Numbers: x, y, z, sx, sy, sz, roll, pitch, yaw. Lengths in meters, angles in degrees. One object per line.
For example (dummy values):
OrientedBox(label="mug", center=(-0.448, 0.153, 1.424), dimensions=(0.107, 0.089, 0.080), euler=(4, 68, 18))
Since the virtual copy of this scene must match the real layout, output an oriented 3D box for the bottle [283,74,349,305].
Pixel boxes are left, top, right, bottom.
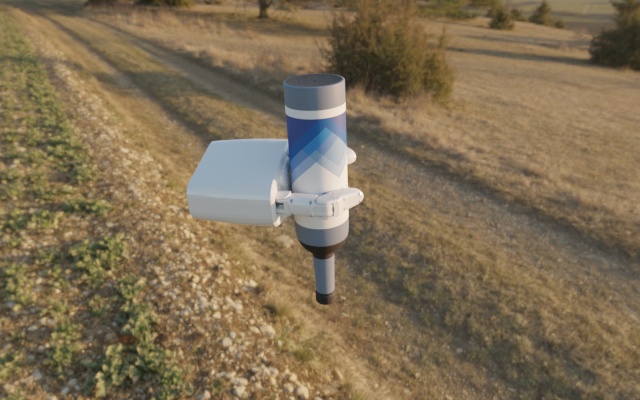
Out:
OrientedBox(label="bottle", center=(0.000, 0.002, 0.579), dimensions=(0.069, 0.296, 0.069), euler=(-2, 27, 1))
